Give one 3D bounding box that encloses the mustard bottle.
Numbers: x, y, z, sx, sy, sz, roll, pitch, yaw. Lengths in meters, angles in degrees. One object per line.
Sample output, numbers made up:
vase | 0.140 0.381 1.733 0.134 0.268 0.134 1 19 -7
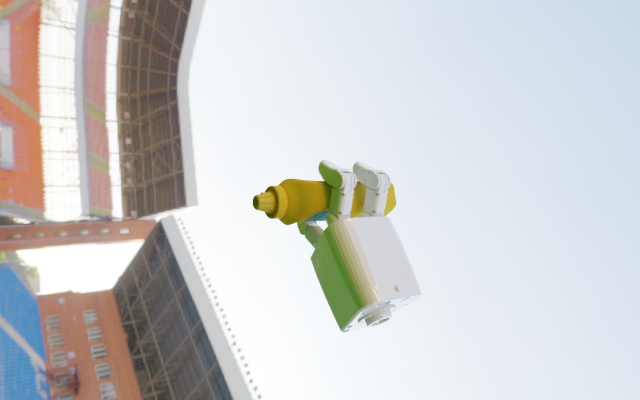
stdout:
mustard bottle | 0.000 0.002 0.619 0.191 0.058 0.096 -1 -8 -36
